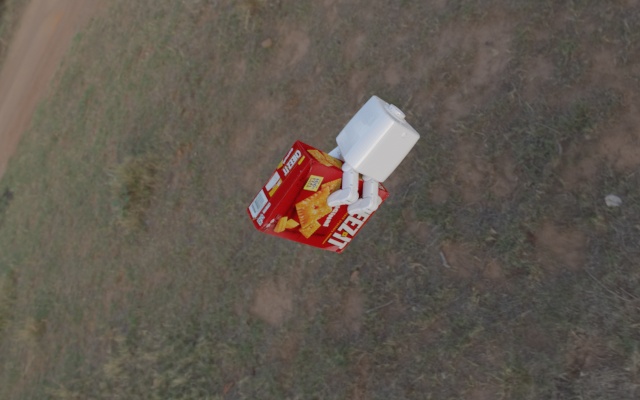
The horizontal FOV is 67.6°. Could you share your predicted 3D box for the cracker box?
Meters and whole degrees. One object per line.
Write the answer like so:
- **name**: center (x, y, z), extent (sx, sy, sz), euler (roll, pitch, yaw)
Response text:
- **cracker box**: center (0.000, 0.003, 0.876), extent (0.214, 0.164, 0.072), euler (21, 26, -41)
